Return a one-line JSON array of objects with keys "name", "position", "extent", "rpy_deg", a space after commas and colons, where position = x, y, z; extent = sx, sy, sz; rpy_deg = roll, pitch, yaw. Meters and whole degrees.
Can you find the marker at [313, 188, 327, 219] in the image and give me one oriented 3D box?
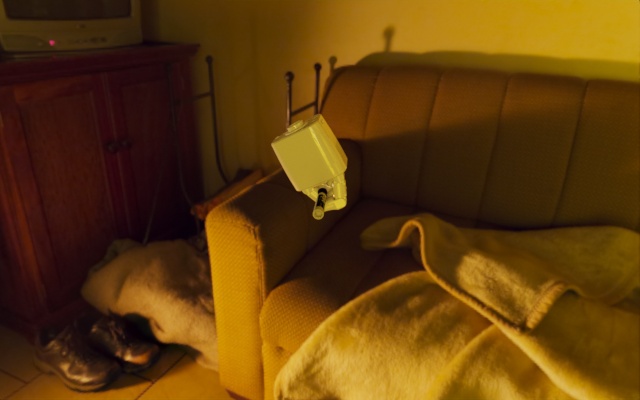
[{"name": "marker", "position": [0.000, 0.003, 0.861], "extent": [0.020, 0.020, 0.121], "rpy_deg": [0, 20, 4]}]
